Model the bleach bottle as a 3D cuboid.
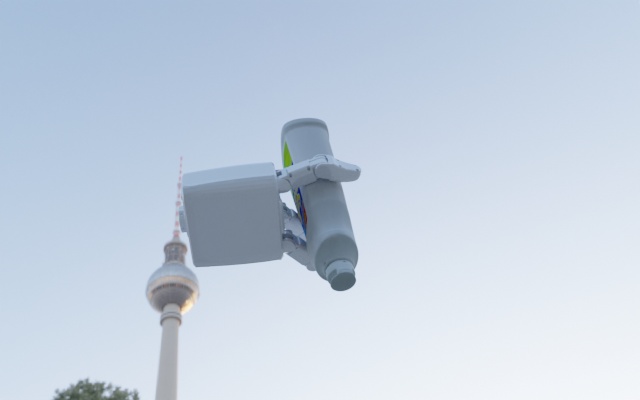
[{"bbox_3d":[0.000,0.002,0.586,0.068,0.103,0.250,-6,39,-9],"label":"bleach bottle"}]
